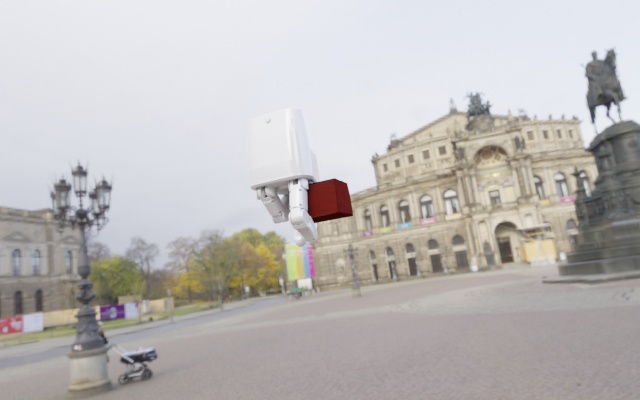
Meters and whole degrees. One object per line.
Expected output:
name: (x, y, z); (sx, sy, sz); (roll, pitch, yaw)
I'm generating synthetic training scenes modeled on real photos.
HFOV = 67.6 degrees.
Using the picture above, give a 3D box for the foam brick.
foam brick: (0.000, 0.002, 0.699); (0.078, 0.051, 0.053); (-12, -12, 23)
